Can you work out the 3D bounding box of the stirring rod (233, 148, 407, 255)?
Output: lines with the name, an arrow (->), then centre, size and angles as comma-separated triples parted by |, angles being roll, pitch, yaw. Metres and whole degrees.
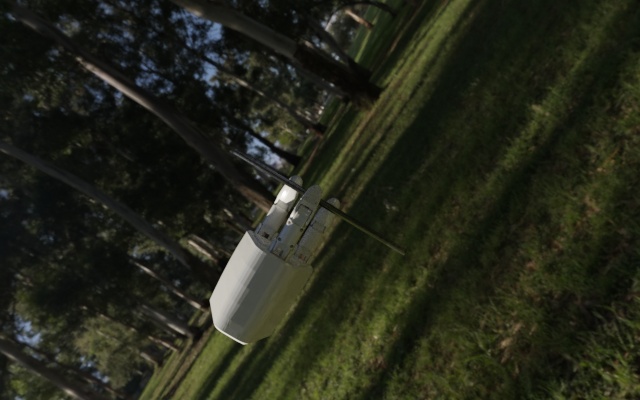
stirring rod -> 0.000, 0.002, 0.579 | 0.239, 0.011, 0.011 | 31, -1, -2
